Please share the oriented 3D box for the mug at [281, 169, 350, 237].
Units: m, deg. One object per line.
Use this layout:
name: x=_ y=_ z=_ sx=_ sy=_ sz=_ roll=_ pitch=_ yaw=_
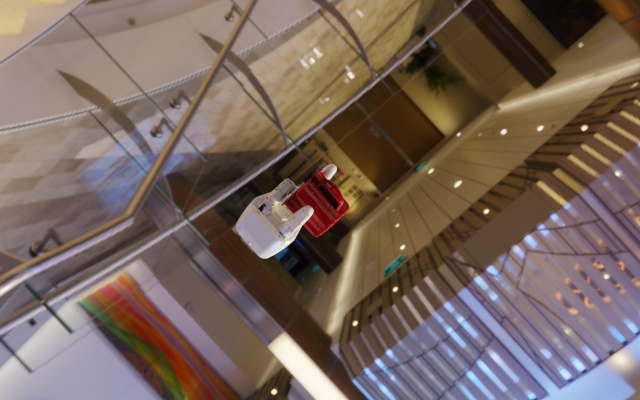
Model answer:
mug: x=0.001 y=0.002 z=0.798 sx=0.093 sy=0.081 sz=0.117 roll=-43 pitch=2 yaw=-36
